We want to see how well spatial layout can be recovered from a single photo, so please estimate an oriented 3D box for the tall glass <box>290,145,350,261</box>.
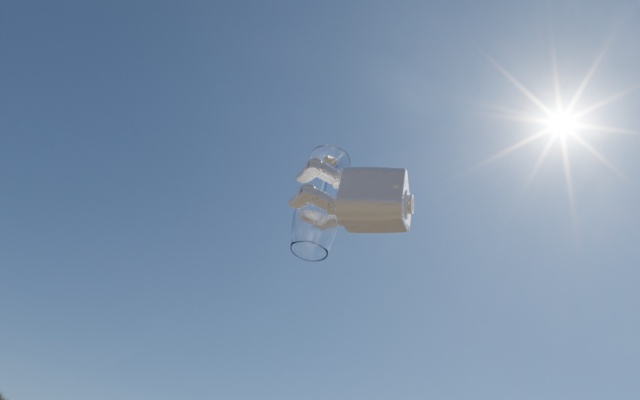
[{"bbox_3d":[0.000,0.002,0.819,0.079,0.201,0.079,9,-35,6],"label":"tall glass"}]
